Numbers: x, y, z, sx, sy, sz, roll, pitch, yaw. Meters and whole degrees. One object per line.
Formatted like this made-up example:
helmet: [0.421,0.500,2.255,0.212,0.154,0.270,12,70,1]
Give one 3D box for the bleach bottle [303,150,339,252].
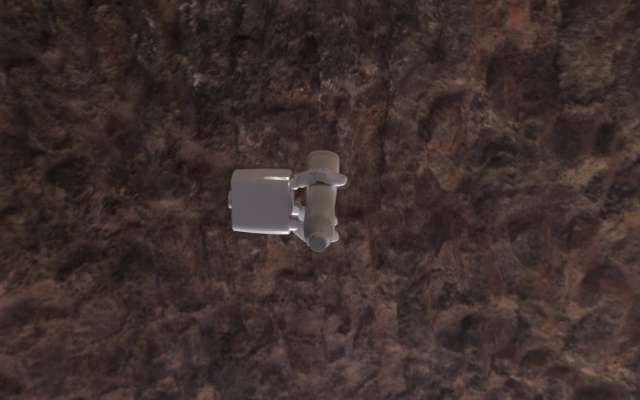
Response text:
bleach bottle: [0.000,0.003,0.876,0.068,0.103,0.250,3,29,0]
